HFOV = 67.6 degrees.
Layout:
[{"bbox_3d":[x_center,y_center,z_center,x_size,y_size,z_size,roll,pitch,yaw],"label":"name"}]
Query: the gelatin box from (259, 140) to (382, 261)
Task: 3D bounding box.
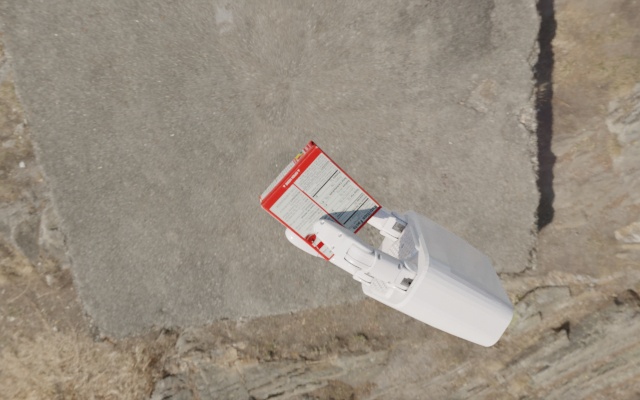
[{"bbox_3d":[0.000,0.001,0.441,0.089,0.073,0.030,41,6,-21],"label":"gelatin box"}]
